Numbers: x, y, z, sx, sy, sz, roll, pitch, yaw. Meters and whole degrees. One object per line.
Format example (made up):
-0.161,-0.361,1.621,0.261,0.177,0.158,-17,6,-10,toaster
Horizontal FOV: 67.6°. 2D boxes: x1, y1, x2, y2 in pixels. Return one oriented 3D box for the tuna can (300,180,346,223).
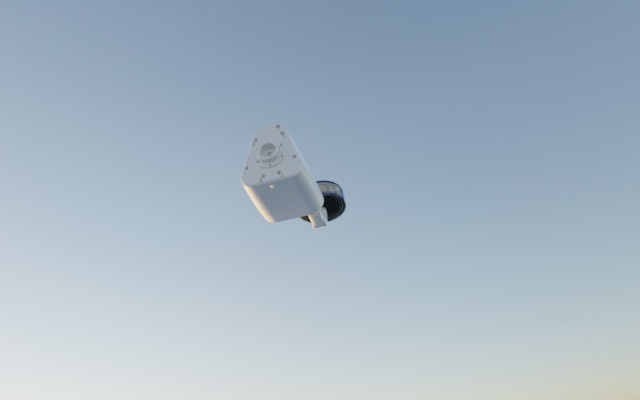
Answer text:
0.000,0.002,0.840,0.086,0.033,0.086,-6,-36,-5,tuna can
